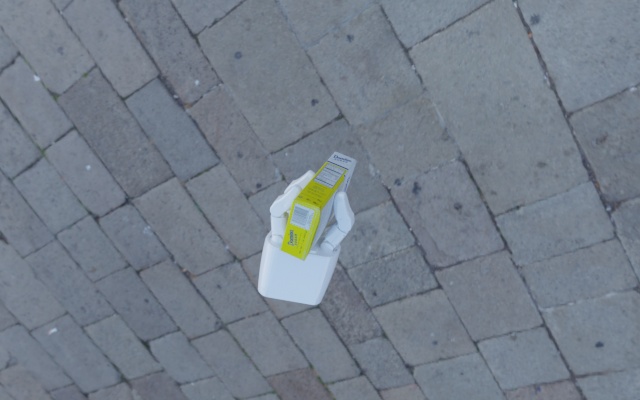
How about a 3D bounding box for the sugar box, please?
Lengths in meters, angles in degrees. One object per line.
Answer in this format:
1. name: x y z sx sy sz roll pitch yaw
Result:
1. sugar box: 0.000 0.002 0.719 0.048 0.093 0.176 22 32 7
